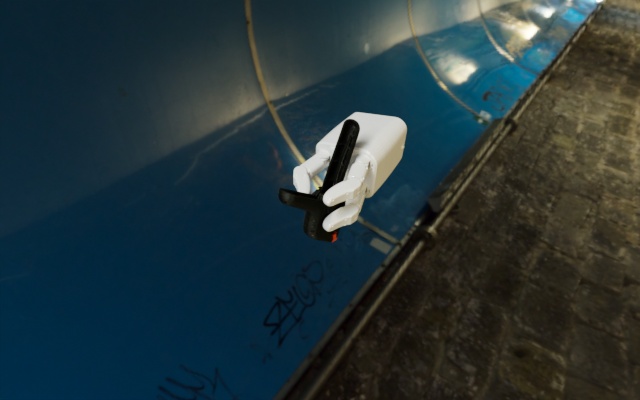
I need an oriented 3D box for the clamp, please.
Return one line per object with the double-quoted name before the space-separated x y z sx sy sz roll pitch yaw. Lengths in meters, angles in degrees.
"clamp" 0.000 0.002 0.700 0.036 0.210 0.164 30 54 24
